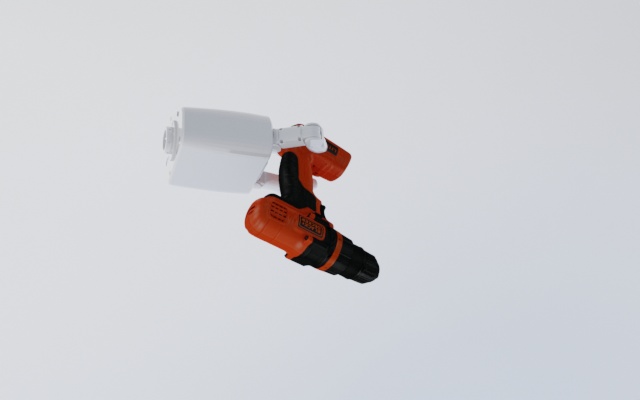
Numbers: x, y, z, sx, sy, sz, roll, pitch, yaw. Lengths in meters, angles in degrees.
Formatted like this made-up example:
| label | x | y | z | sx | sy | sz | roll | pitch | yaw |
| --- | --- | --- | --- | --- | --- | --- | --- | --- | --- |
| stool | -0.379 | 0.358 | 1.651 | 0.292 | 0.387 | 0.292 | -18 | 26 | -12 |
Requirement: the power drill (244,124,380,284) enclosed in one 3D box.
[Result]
| label | x | y | z | sx | sy | sz | roll | pitch | yaw |
| --- | --- | --- | --- | --- | --- | --- | --- | --- | --- |
| power drill | 0.000 | 0.002 | 0.606 | 0.184 | 0.187 | 0.057 | 30 | -50 | -26 |
